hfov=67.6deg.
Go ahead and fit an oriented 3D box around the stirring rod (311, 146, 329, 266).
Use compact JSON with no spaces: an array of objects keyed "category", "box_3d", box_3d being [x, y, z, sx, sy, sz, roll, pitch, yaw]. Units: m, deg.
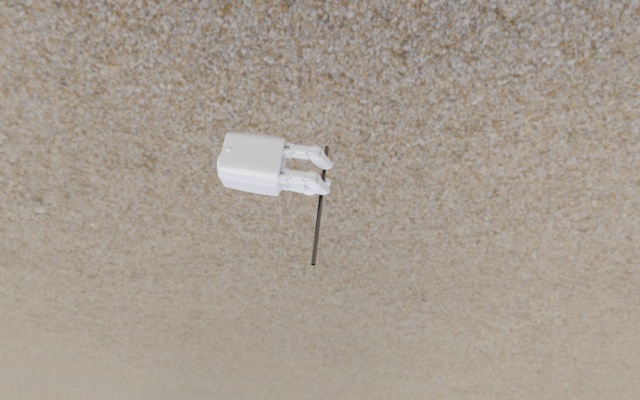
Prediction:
[{"category":"stirring rod","box_3d":[0.000,0.003,0.859,0.011,0.239,0.011,5,-28,3]}]
